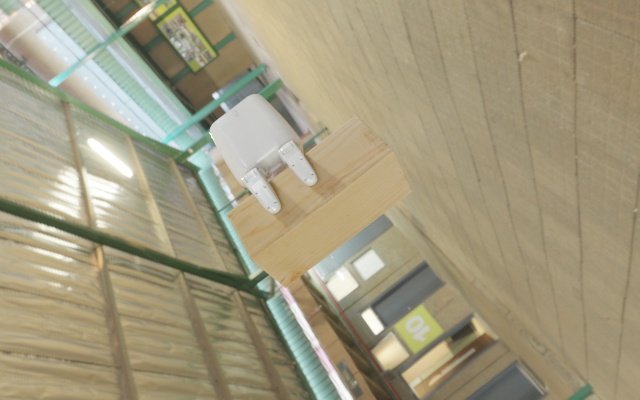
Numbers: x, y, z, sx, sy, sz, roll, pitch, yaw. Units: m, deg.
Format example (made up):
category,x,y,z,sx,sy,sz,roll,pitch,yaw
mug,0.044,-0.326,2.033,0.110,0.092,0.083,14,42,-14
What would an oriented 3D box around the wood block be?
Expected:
category,x,y,z,sx,sy,sz,roll,pitch,yaw
wood block,0.000,0.002,0.606,0.206,0.090,0.091,-37,-40,0
